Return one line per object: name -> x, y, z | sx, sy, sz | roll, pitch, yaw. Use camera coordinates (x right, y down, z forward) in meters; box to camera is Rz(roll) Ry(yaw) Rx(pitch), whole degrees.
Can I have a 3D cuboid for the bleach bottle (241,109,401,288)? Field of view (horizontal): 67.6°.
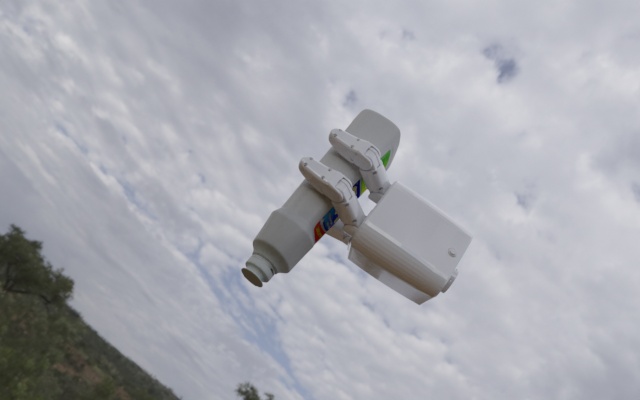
bleach bottle -> 0.000, 0.002, 0.552 | 0.068, 0.250, 0.103 | 34, -31, 11
